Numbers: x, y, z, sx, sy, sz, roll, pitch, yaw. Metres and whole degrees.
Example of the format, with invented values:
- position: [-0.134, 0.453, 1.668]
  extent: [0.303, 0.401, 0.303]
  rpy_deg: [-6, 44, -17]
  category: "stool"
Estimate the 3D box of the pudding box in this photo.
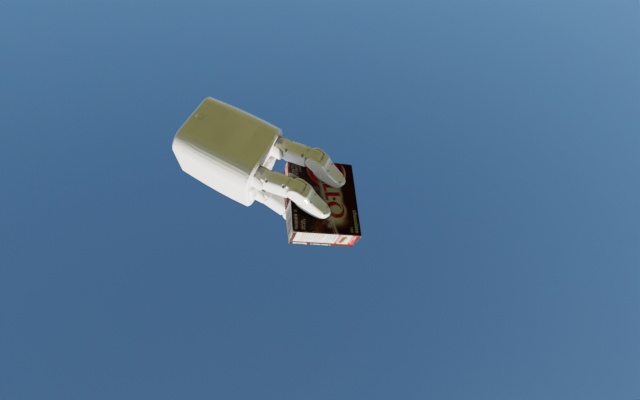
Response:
- position: [0.000, 0.002, 0.619]
  extent: [0.090, 0.113, 0.039]
  rpy_deg: [4, -30, -16]
  category: "pudding box"
